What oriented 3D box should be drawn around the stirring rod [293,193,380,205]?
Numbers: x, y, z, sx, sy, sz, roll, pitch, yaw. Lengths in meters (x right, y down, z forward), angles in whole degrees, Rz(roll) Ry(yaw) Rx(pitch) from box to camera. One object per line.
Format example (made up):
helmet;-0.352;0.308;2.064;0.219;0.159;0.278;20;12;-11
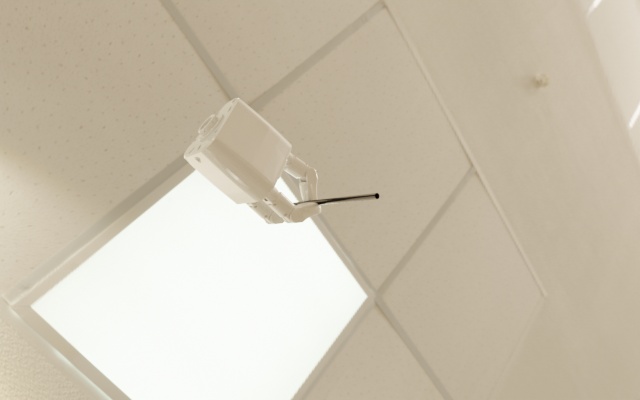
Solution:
stirring rod;0.000;0.002;0.698;0.011;0.011;0.239;0;-4;-36
